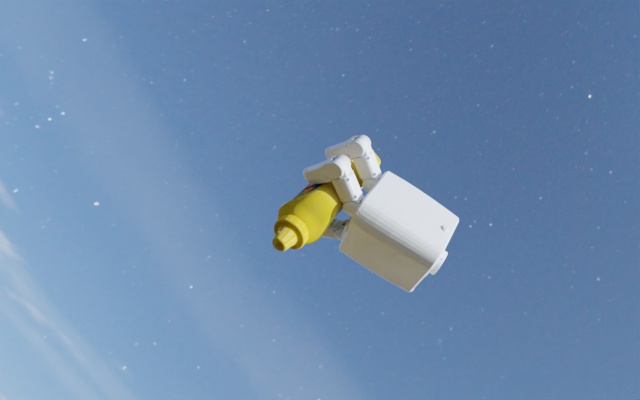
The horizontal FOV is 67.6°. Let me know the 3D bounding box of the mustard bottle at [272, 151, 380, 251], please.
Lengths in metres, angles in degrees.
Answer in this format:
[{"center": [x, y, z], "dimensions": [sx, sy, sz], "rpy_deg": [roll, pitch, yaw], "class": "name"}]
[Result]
[{"center": [0.000, 0.002, 0.592], "dimensions": [0.096, 0.058, 0.191], "rpy_deg": [-33, 10, 43], "class": "mustard bottle"}]
